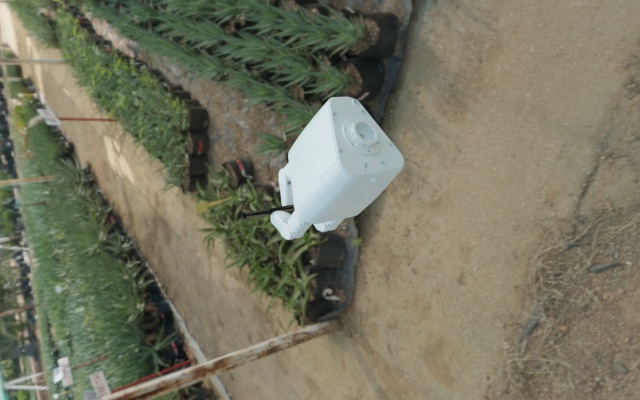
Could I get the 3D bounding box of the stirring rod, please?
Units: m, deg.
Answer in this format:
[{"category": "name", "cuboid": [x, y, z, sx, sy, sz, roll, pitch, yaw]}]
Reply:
[{"category": "stirring rod", "cuboid": [0.000, 0.002, 0.685, 0.239, 0.011, 0.011, -10, 6, -34]}]
